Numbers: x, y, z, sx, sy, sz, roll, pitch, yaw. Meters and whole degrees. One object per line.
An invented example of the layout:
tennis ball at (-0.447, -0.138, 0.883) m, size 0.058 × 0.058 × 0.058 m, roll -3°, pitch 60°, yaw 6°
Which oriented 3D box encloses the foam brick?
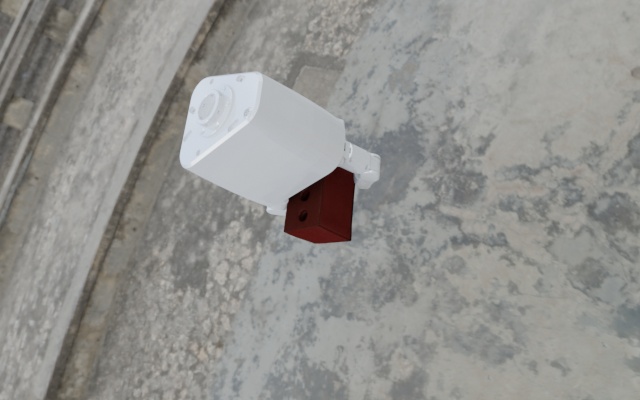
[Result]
foam brick at (0.000, 0.002, 0.502) m, size 0.053 × 0.078 × 0.051 m, roll -12°, pitch -25°, yaw 40°
